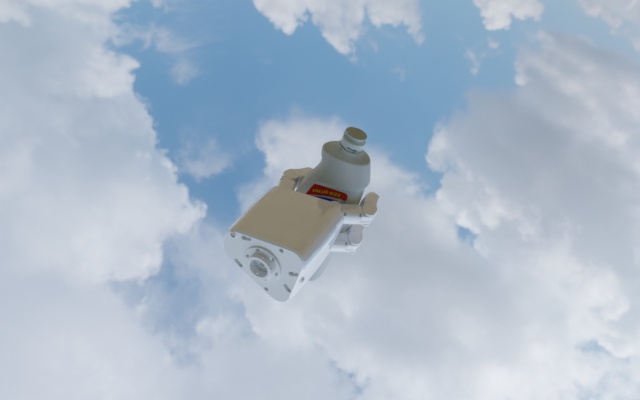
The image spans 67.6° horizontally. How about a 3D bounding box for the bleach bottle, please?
[{"bbox_3d":[0.000,0.002,0.677,0.102,0.251,0.068,31,39,10],"label":"bleach bottle"}]
